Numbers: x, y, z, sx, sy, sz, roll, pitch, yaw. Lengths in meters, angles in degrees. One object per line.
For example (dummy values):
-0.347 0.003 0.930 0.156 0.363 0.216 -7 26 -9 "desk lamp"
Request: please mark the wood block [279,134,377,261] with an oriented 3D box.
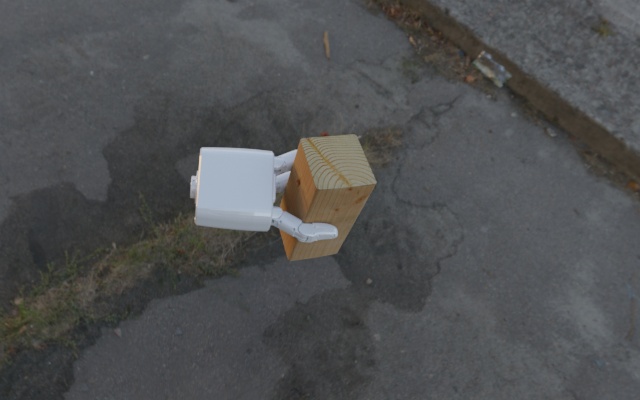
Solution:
0.000 0.003 0.736 0.090 0.090 0.206 -7 -31 -20 "wood block"
